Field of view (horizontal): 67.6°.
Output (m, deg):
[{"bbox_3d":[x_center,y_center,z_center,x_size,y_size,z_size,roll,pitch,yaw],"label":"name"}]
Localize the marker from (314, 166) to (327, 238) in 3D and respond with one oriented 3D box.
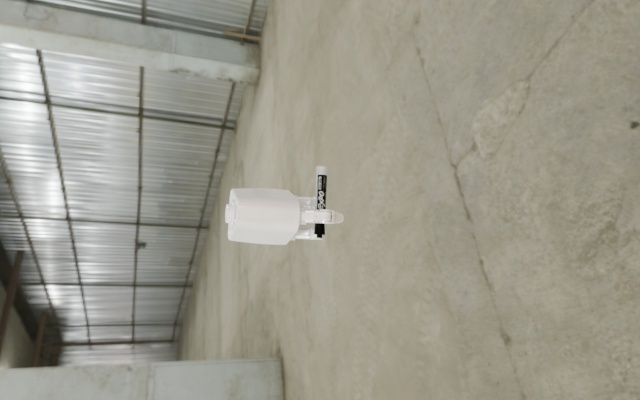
[{"bbox_3d":[0.000,0.003,0.805,0.020,0.121,0.020,2,-5,0],"label":"marker"}]
